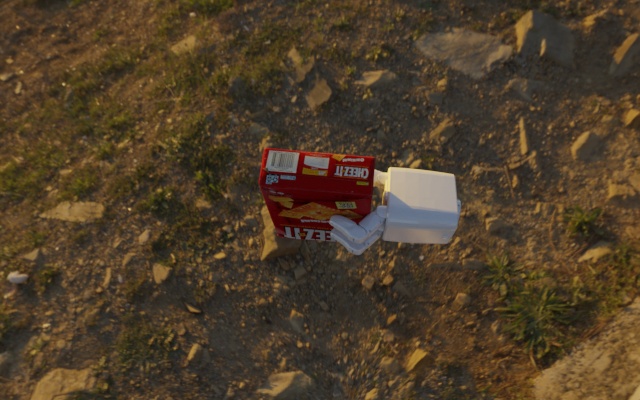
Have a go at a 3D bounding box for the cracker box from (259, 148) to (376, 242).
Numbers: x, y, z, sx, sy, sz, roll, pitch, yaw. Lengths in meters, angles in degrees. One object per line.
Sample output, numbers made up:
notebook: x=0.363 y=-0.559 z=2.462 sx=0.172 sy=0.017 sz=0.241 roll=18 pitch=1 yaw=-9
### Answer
cracker box: x=0.000 y=0.002 z=0.767 sx=0.164 sy=0.072 sz=0.214 roll=5 pitch=-24 yaw=5
